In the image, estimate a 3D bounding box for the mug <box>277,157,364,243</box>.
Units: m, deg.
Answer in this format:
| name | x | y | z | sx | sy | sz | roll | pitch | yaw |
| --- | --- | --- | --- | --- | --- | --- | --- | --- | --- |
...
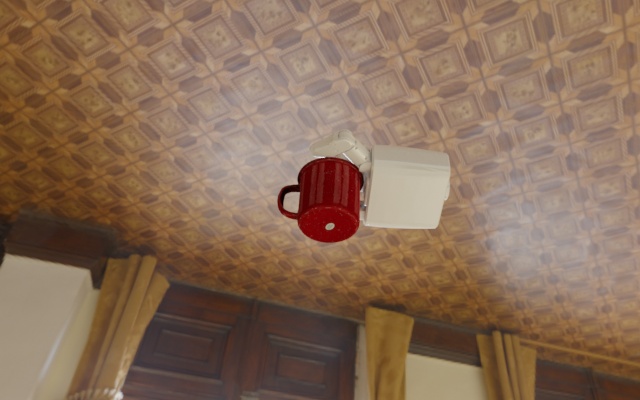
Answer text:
| name | x | y | z | sx | sy | sz | roll | pitch | yaw |
| --- | --- | --- | --- | --- | --- | --- | --- | --- | --- |
| mug | -0.001 | 0.002 | 0.641 | 0.117 | 0.081 | 0.093 | 3 | -40 | 1 |
